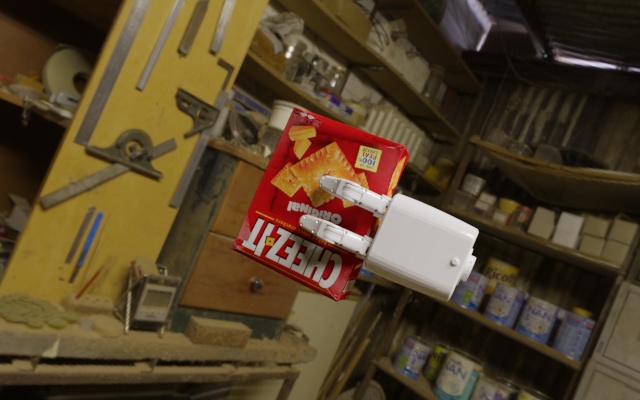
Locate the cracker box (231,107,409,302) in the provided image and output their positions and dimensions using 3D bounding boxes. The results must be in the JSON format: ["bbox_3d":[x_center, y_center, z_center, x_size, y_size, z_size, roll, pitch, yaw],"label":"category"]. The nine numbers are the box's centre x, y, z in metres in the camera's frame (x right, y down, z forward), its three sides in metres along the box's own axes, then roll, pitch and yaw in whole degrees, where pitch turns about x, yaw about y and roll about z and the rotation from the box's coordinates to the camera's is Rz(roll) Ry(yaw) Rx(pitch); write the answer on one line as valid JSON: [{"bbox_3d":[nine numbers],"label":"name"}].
[{"bbox_3d":[0.000,0.002,0.637,0.164,0.213,0.072,23,-2,17],"label":"cracker box"}]
